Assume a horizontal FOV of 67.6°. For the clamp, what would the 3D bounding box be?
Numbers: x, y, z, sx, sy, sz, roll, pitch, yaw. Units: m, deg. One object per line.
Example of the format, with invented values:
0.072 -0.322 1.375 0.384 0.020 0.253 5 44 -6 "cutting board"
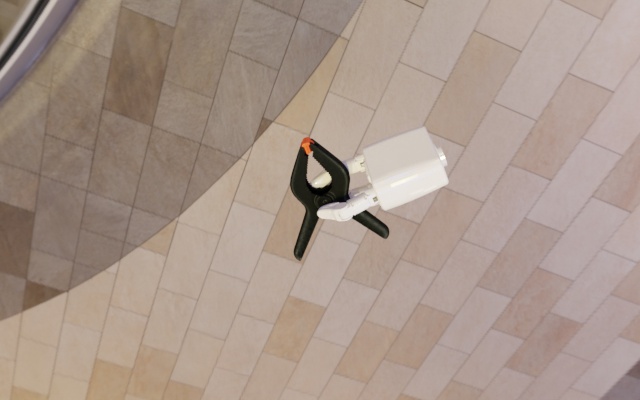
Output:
0.000 0.002 0.763 0.164 0.210 0.036 -22 25 10 "clamp"
